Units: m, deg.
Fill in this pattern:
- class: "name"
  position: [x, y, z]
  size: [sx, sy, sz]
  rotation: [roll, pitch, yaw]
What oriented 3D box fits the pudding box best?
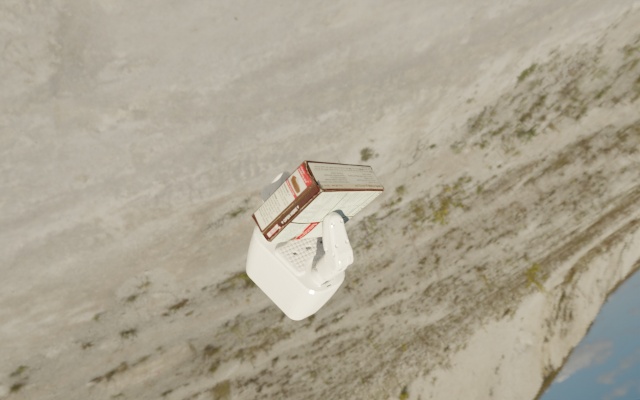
- class: "pudding box"
  position: [0.000, 0.002, 0.492]
  size: [0.090, 0.039, 0.113]
  rotation: [-44, -23, 30]
